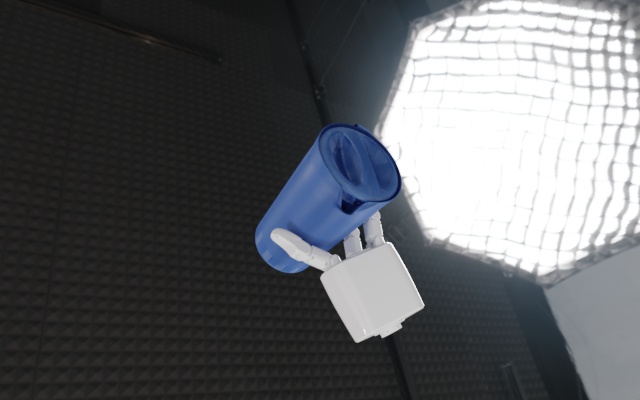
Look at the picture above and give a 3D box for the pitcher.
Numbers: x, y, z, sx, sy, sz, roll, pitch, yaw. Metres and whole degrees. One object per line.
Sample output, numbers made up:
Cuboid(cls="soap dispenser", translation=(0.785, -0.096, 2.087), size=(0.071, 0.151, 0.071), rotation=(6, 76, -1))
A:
Cuboid(cls="pitcher", translation=(0.000, 0.003, 0.719), size=(0.149, 0.145, 0.243), rotation=(-15, -23, -43))
